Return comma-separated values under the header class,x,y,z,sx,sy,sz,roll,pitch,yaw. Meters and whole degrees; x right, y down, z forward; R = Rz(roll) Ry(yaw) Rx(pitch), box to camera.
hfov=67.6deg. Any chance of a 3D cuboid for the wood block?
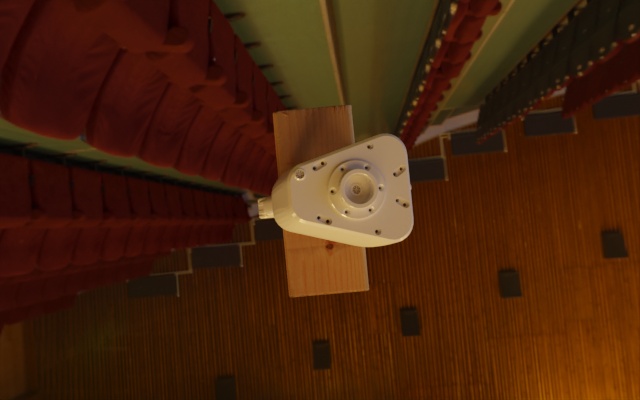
class,x,y,z,sx,sy,sz,roll,pitch,yaw
wood block,0.000,0.002,0.567,0.091,0.206,0.090,-5,-4,0
